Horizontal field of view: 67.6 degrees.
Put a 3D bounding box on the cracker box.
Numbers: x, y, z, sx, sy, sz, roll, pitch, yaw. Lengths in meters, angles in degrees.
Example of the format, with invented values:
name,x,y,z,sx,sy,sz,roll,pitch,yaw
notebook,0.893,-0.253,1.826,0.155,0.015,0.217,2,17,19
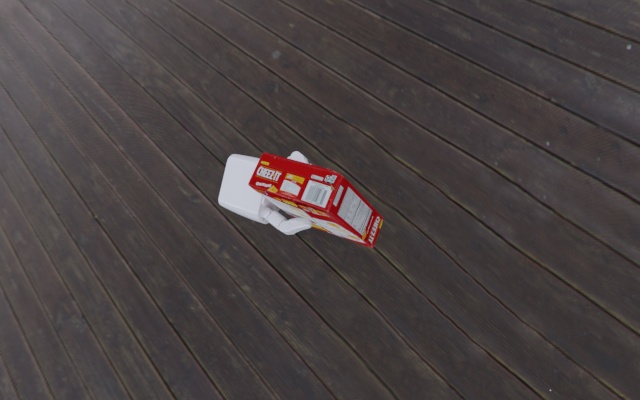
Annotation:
name,x,y,z,sx,sy,sz,roll,pitch,yaw
cracker box,0.000,0.003,0.843,0.164,0.072,0.214,18,-11,30
